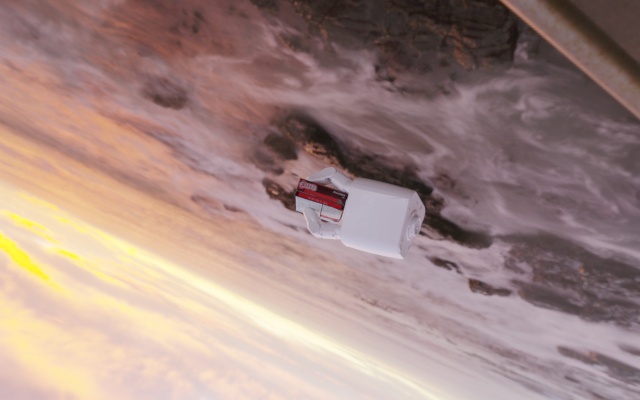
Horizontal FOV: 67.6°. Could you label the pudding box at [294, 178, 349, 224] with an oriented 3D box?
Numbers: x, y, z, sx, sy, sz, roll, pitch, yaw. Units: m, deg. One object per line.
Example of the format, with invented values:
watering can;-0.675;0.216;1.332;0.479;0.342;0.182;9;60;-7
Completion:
pudding box;0.000;0.003;0.860;0.090;0.039;0.113;19;-16;2
